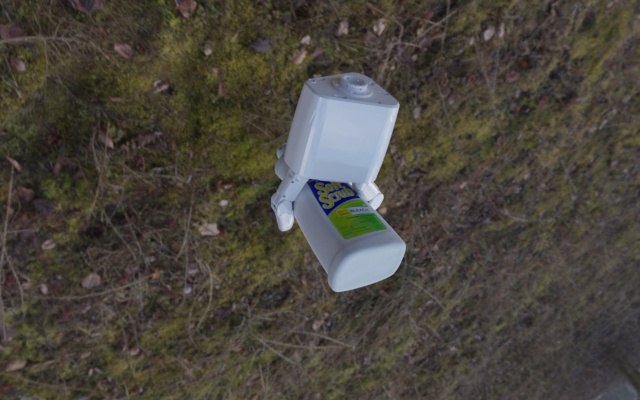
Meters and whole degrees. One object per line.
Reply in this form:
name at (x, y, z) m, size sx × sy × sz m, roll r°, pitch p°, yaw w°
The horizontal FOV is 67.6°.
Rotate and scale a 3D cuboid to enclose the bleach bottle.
bleach bottle at (0.000, 0.002, 0.628) m, size 0.102 × 0.068 × 0.250 m, roll -9°, pitch 42°, yaw -31°
